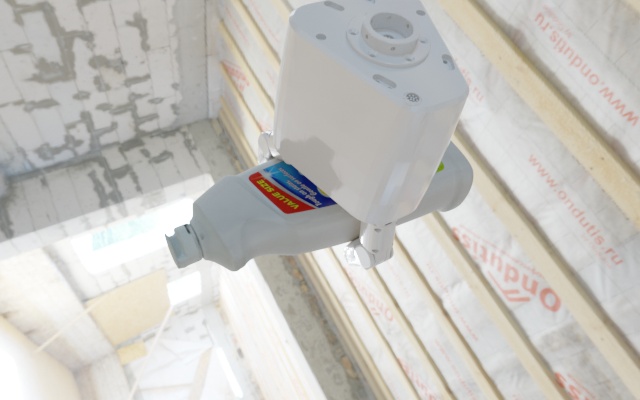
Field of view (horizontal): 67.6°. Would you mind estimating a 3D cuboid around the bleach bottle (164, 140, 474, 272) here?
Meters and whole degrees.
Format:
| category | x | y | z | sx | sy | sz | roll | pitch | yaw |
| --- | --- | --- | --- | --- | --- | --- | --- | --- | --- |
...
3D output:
| category | x | y | z | sx | sy | sz | roll | pitch | yaw |
| --- | --- | --- | --- | --- | --- | --- | --- | --- | --- |
| bleach bottle | 0.000 | 0.001 | 0.401 | 0.251 | 0.102 | 0.068 | -22 | -30 | -22 |
